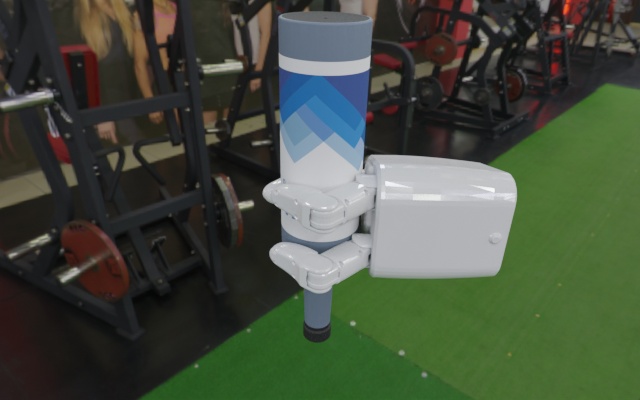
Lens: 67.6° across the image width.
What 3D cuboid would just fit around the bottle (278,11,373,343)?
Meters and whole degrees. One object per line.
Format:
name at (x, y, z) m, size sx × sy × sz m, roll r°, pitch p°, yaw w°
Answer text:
bottle at (0.000, 0.001, 0.404) m, size 0.069 × 0.296 × 0.069 m, roll 1°, pitch 28°, yaw -1°
